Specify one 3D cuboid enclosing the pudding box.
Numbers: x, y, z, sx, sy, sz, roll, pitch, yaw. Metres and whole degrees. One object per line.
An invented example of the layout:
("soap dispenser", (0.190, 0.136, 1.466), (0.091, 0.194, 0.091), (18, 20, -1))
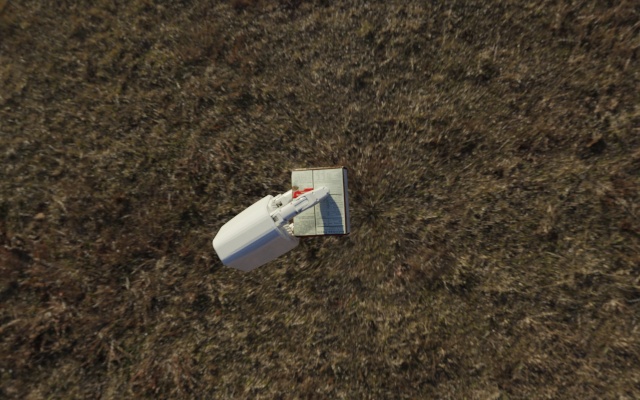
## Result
("pudding box", (0.000, 0.003, 0.781), (0.090, 0.113, 0.039), (-3, 1, 10))
